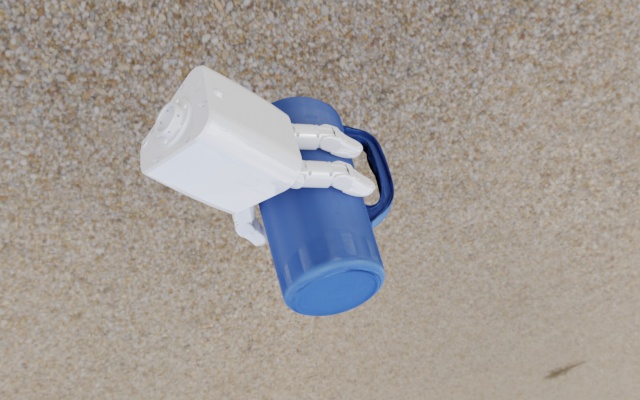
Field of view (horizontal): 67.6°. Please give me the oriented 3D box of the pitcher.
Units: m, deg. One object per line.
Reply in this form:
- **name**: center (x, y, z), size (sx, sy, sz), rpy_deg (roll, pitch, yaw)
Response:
- **pitcher**: center (0.000, 0.002, 0.556), size (0.149, 0.242, 0.145), rpy_deg (-36, -42, 23)
